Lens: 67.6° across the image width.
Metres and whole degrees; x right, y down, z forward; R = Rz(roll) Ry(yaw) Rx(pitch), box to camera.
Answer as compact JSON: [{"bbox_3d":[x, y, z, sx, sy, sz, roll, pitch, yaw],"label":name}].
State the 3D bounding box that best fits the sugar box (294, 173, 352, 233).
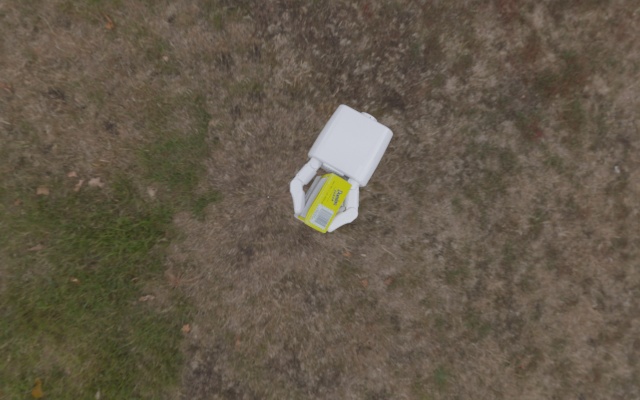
[{"bbox_3d":[0.001,0.003,0.845,0.048,0.093,0.176,31,-3,-6],"label":"sugar box"}]
